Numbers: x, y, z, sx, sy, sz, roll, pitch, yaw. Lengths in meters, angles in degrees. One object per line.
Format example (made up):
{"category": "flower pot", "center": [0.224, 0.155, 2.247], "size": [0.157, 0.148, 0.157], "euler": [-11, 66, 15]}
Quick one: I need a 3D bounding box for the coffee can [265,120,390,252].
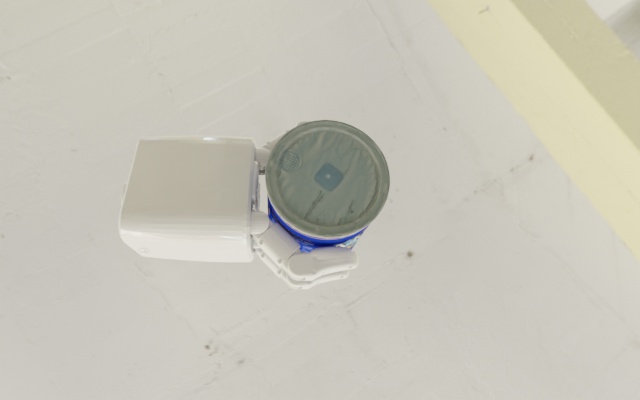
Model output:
{"category": "coffee can", "center": [0.000, 0.001, 0.454], "size": [0.103, 0.102, 0.140], "euler": [0, -18, -6]}
